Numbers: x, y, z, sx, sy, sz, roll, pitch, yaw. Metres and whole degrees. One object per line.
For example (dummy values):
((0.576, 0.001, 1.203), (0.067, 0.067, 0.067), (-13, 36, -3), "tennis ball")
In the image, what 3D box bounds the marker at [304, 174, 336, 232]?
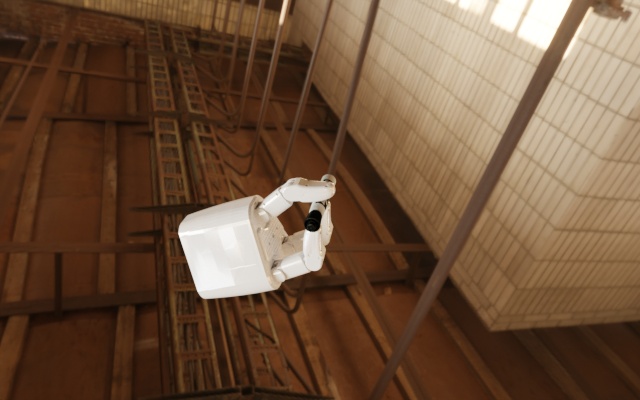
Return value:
((0.000, 0.002, 0.570), (0.020, 0.020, 0.121), (0, 28, 12), "marker")
